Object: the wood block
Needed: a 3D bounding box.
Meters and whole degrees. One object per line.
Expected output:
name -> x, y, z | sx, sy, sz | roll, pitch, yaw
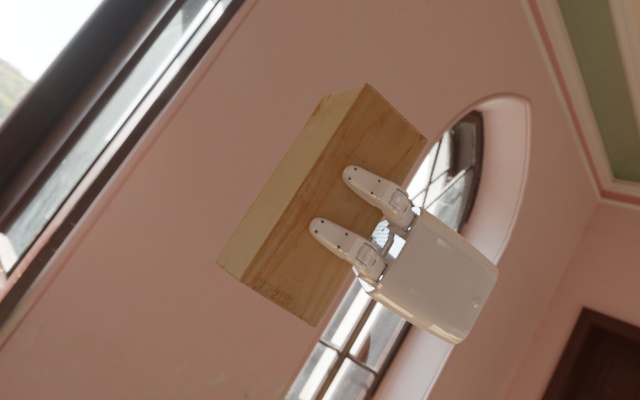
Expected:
wood block -> 0.000, 0.002, 0.462 | 0.090, 0.206, 0.091 | 37, -12, -23
